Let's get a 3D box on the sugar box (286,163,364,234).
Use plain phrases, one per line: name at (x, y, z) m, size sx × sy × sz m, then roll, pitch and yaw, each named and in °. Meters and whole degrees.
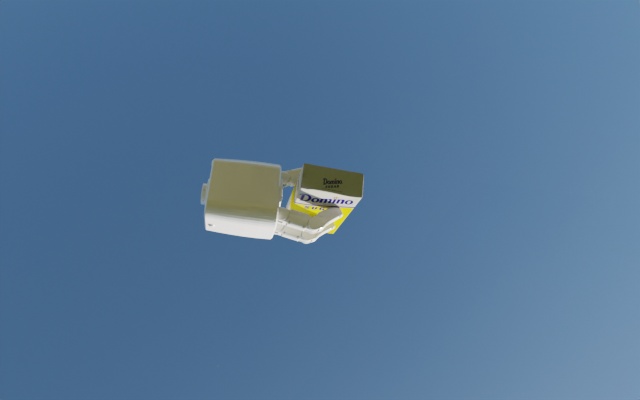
sugar box at (0.000, 0.003, 0.761) m, size 0.093 × 0.048 × 0.176 m, roll 9°, pitch -20°, yaw -9°
